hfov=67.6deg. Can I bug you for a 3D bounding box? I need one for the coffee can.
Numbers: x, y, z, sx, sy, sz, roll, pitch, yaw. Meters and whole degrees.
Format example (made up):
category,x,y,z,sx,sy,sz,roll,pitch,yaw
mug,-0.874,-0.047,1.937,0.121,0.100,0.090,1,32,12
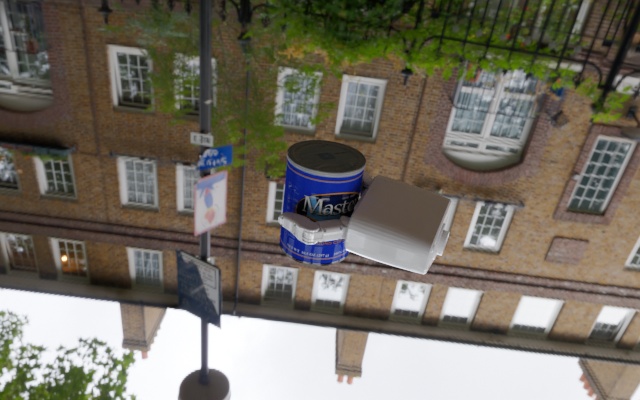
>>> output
category,x,y,z,sx,sy,sz,roll,pitch,yaw
coffee can,0.000,0.002,0.647,0.103,0.140,0.102,6,29,-3
